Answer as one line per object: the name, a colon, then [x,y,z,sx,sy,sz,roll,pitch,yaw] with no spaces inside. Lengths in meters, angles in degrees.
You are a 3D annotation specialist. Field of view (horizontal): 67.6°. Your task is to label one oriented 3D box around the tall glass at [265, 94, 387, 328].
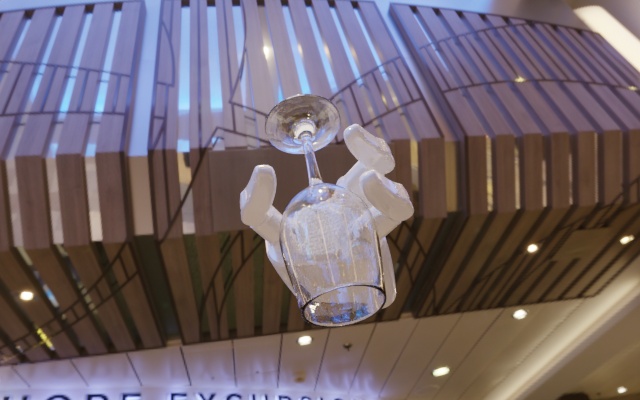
tall glass: [0.000,0.001,0.401,0.079,0.200,0.079,-7,-40,-6]
